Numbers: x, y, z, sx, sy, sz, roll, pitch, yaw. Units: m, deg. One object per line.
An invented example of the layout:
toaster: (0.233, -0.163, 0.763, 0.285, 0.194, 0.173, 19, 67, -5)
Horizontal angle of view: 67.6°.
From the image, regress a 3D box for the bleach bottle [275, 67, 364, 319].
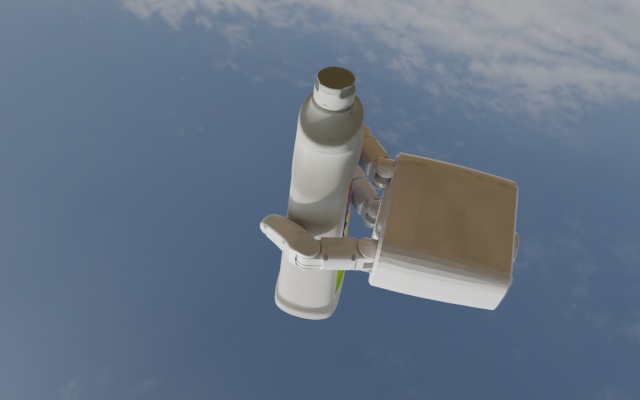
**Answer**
bleach bottle: (0.000, 0.001, 0.431, 0.068, 0.102, 0.251, 12, -42, 5)
